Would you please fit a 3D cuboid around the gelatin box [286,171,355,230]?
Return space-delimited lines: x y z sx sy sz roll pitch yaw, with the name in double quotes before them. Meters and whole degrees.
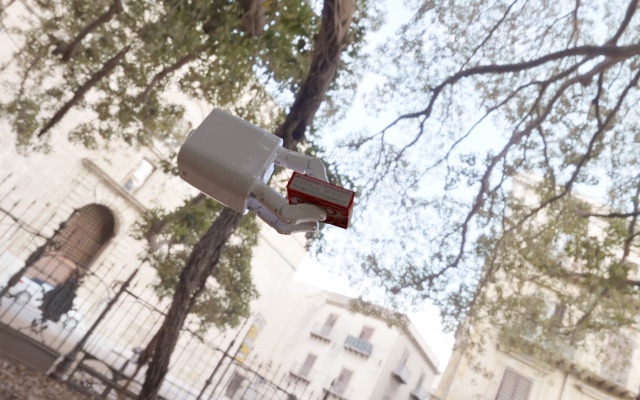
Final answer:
"gelatin box" 0.001 0.002 0.644 0.089 0.030 0.073 18 -24 9
